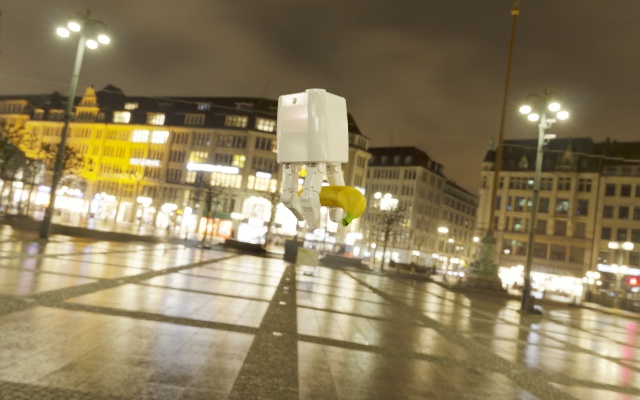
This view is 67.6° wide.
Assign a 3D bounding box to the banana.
[{"bbox_3d":[0.018,-0.002,0.756,0.069,0.037,0.198,-16,15,-23],"label":"banana"}]
